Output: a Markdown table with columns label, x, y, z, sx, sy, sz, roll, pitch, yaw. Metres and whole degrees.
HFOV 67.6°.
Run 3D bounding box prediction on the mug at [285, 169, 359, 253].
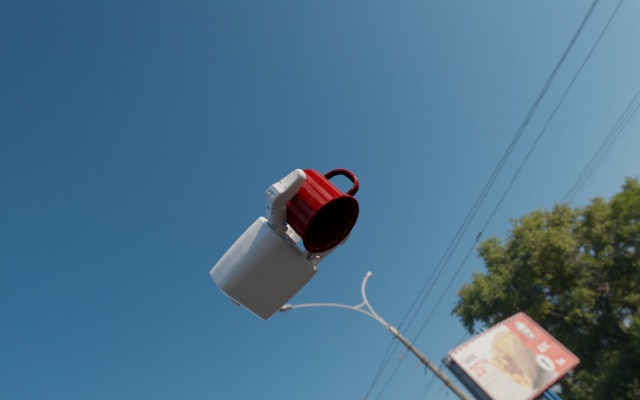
| label | x | y | z | sx | sy | sz | roll | pitch | yaw |
| --- | --- | --- | --- | --- | --- | --- | --- | --- | --- |
| mug | 0.001 | 0.001 | 0.649 | 0.081 | 0.117 | 0.093 | 43 | -3 | 36 |
